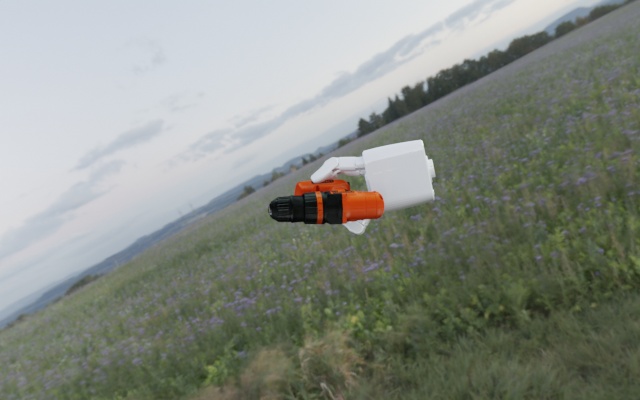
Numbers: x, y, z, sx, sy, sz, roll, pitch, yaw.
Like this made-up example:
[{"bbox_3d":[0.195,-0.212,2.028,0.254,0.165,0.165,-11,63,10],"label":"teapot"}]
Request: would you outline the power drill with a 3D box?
[{"bbox_3d":[0.000,0.003,0.822,0.184,0.057,0.187,-1,10,-8],"label":"power drill"}]
